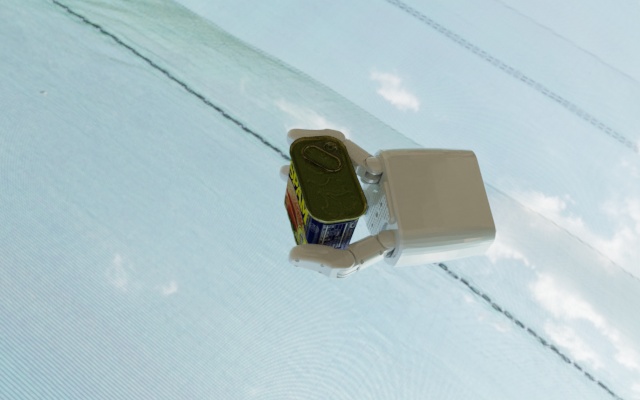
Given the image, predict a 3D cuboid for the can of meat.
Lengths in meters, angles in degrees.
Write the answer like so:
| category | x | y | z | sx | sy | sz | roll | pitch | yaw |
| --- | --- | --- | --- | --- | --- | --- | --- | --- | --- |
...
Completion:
| category | x | y | z | sx | sy | sz | roll | pitch | yaw |
| --- | --- | --- | --- | --- | --- | --- | --- | --- | --- |
| can of meat | 0.000 | 0.002 | 0.473 | 0.057 | 0.102 | 0.084 | -7 | -35 | -16 |
